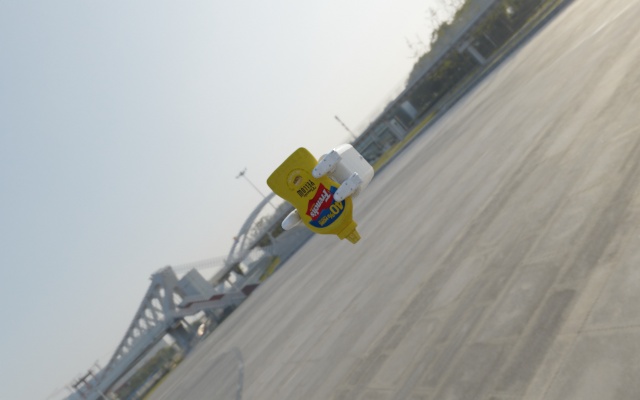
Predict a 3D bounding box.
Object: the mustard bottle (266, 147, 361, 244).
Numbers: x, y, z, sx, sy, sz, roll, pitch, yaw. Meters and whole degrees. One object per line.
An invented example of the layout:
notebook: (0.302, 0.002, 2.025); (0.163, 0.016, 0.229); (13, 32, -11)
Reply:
mustard bottle: (0.000, 0.003, 0.850); (0.096, 0.191, 0.058); (-44, -2, 5)
